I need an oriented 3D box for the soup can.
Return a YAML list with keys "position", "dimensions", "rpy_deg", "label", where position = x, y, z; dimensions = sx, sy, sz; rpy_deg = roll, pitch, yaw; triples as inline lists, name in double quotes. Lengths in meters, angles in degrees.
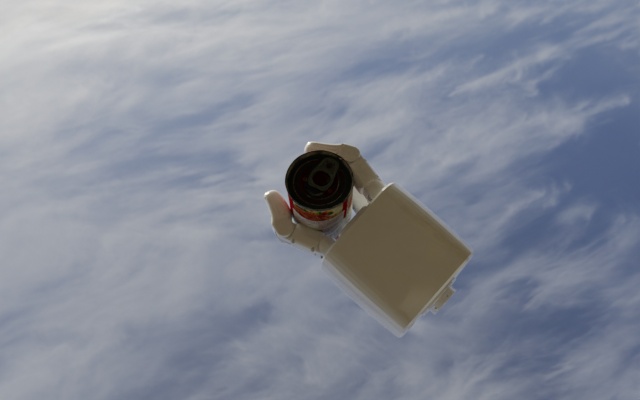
- position: [0.000, 0.002, 0.511]
  dimensions: [0.068, 0.068, 0.102]
  rpy_deg: [0, -26, 1]
  label: "soup can"
